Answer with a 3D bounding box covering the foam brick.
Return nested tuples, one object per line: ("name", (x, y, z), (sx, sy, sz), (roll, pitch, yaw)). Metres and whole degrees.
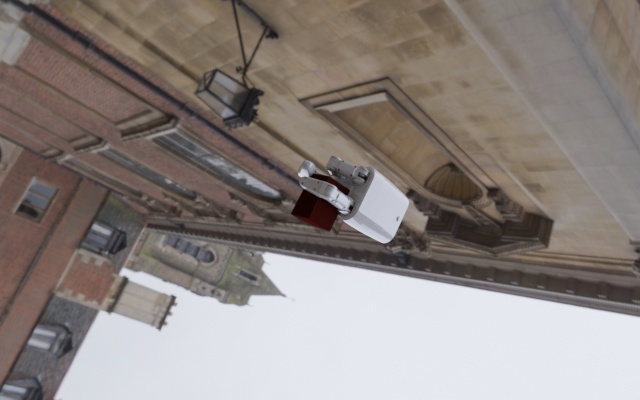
("foam brick", (0.000, 0.003, 0.773), (0.051, 0.078, 0.053), (33, -11, -35))
